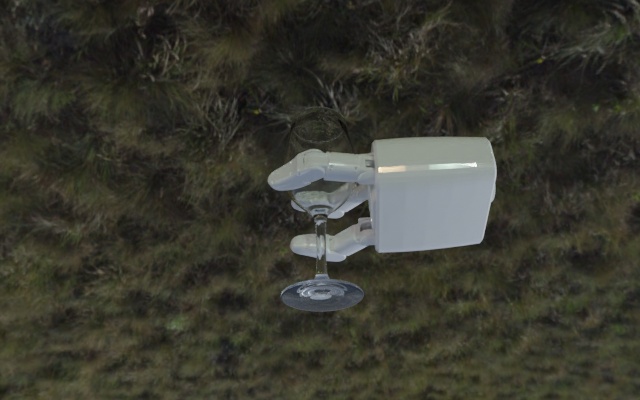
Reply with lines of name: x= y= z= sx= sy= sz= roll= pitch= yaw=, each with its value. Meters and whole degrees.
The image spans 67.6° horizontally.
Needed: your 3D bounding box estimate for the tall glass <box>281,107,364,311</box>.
tall glass: x=0.000 y=0.002 z=0.476 sx=0.079 sy=0.201 sz=0.079 roll=-1 pitch=-32 yaw=-1
